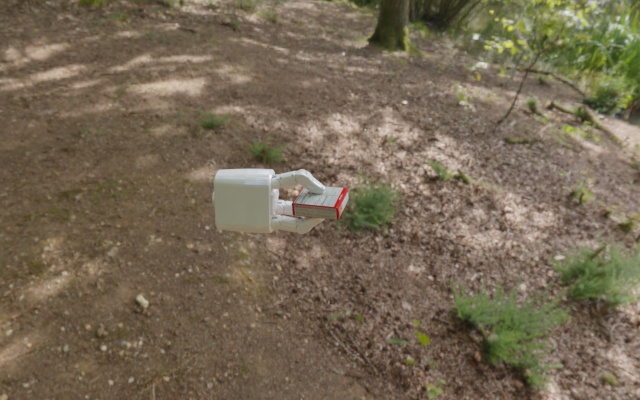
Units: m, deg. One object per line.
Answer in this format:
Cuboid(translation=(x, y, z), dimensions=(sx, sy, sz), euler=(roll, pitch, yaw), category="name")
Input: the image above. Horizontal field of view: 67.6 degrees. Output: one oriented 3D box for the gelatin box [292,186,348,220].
Cuboid(translation=(0.000, 0.003, 0.882), dimensions=(0.089, 0.030, 0.073), euler=(4, 31, 17), category="gelatin box")
